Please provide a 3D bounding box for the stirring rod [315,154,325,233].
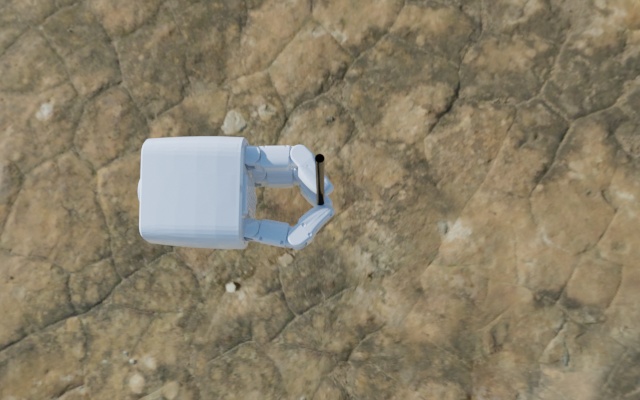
[{"bbox_3d":[0.000,0.002,0.503,0.011,0.011,0.240,0,-17,0],"label":"stirring rod"}]
